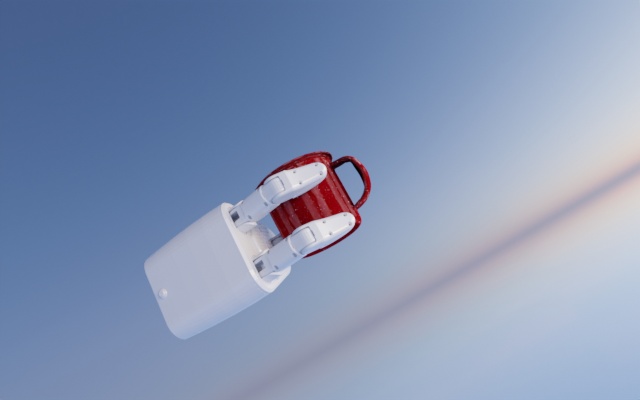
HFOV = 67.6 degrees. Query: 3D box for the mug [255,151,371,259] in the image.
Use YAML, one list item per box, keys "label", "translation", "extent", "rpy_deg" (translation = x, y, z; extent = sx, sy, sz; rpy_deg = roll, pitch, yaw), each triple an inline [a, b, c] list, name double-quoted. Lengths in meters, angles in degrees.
- label: "mug"
  translation: [0.001, 0.001, 0.497]
  extent: [0.117, 0.081, 0.093]
  rpy_deg: [-33, -16, 13]
